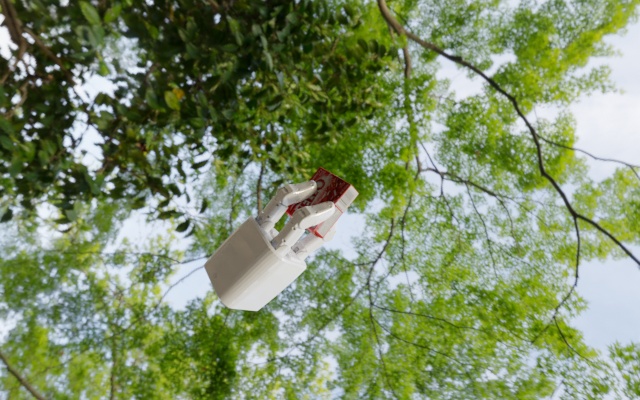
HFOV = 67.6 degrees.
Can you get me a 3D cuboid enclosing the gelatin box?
[{"bbox_3d":[0.001,0.002,0.704,0.073,0.089,0.030,33,-10,43],"label":"gelatin box"}]
